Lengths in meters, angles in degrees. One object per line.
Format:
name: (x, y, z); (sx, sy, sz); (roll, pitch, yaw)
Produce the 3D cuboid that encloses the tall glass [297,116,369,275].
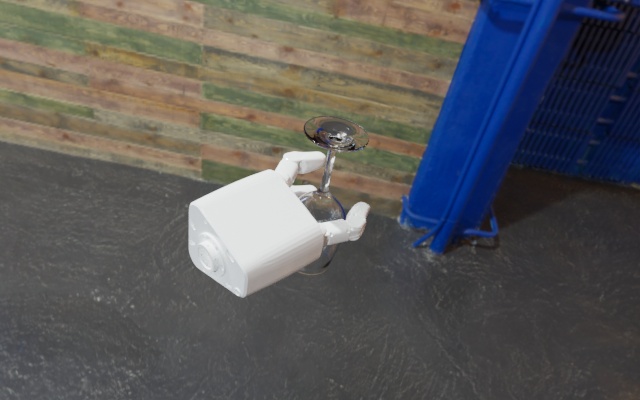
tall glass: (0.000, 0.001, 0.590); (0.079, 0.201, 0.079); (8, 38, -6)
